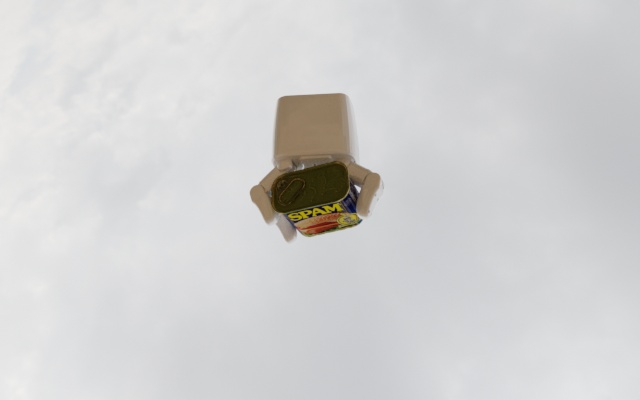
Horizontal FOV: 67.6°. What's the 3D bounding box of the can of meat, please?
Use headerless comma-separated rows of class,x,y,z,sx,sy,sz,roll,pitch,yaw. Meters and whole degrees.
can of meat,0.000,0.002,0.615,0.102,0.057,0.084,-13,-31,16
